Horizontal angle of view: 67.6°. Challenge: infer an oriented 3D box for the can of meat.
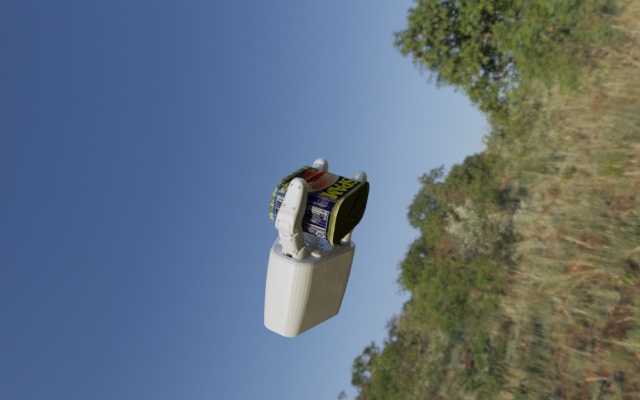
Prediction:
[{"bbox_3d":[0.000,0.002,0.567,0.084,0.057,0.102,18,26,21],"label":"can of meat"}]
